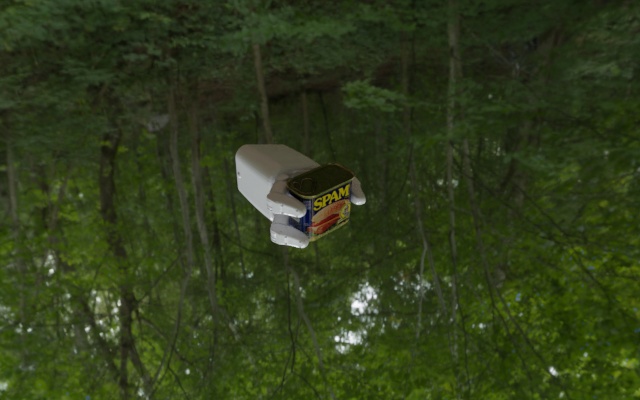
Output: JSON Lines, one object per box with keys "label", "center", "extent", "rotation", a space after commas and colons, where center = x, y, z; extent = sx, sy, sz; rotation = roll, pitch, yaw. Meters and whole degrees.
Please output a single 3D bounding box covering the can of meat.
{"label": "can of meat", "center": [0.000, 0.003, 0.711], "extent": [0.102, 0.084, 0.057], "rotation": [-25, 43, -34]}
